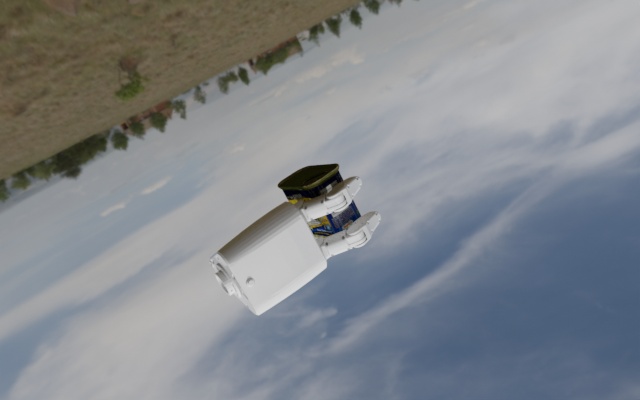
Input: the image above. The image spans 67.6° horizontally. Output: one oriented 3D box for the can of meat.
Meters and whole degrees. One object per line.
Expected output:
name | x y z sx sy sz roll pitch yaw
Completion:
can of meat | 0.000 0.002 0.634 0.057 0.084 0.102 -36 19 -26
